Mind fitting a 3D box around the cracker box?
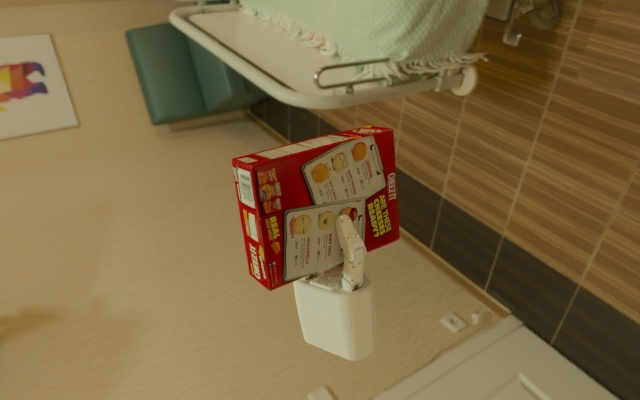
[{"bbox_3d":[0.000,0.002,0.633,0.213,0.164,0.072,-18,23,-29],"label":"cracker box"}]
